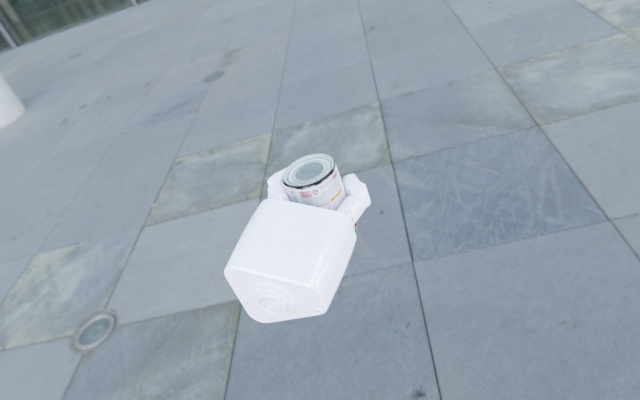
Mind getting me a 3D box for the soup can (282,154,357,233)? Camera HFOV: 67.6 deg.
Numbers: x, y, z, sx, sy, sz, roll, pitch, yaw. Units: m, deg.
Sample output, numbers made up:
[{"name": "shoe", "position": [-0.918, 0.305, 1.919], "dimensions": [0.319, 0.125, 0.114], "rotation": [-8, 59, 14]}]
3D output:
[{"name": "soup can", "position": [0.000, 0.001, 0.592], "dimensions": [0.068, 0.102, 0.068], "rotation": [-14, 35, 10]}]
